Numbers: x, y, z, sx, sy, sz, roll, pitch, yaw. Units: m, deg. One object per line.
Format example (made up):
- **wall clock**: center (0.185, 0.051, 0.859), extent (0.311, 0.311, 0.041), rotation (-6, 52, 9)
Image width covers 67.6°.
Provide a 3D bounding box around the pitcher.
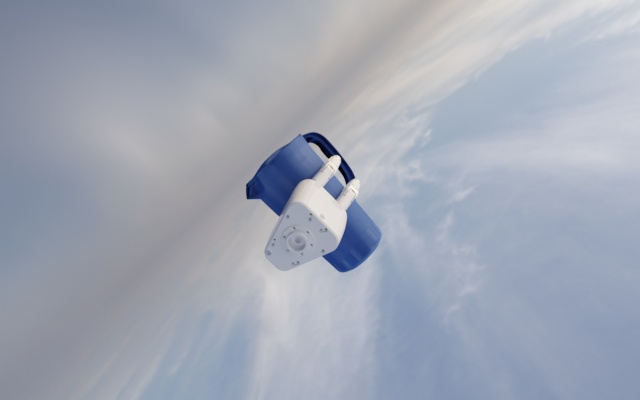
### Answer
- **pitcher**: center (0.000, 0.003, 0.856), extent (0.149, 0.243, 0.145), rotation (-41, 9, 18)
